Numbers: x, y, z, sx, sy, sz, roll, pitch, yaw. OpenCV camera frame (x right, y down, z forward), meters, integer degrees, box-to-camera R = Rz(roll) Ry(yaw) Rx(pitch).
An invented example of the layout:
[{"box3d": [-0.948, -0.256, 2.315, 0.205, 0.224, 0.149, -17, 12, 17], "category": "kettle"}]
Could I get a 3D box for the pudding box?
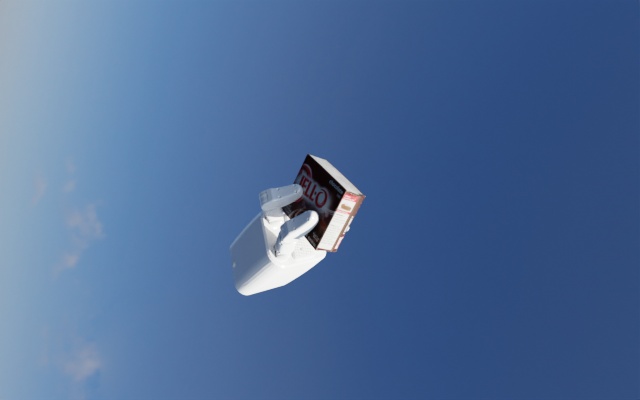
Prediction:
[{"box3d": [0.000, 0.002, 0.638, 0.039, 0.090, 0.113, 12, 22, -38], "category": "pudding box"}]
